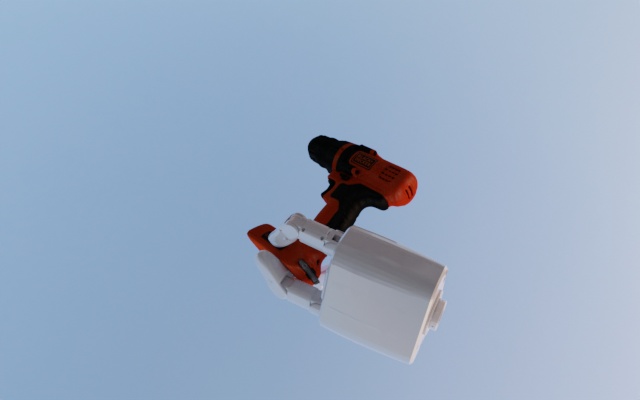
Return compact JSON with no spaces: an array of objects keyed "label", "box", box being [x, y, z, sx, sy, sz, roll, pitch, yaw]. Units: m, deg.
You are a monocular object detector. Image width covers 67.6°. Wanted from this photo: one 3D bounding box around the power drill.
[{"label":"power drill","box":[0.000,0.002,0.597,0.184,0.187,0.057,30,-19,45]}]
